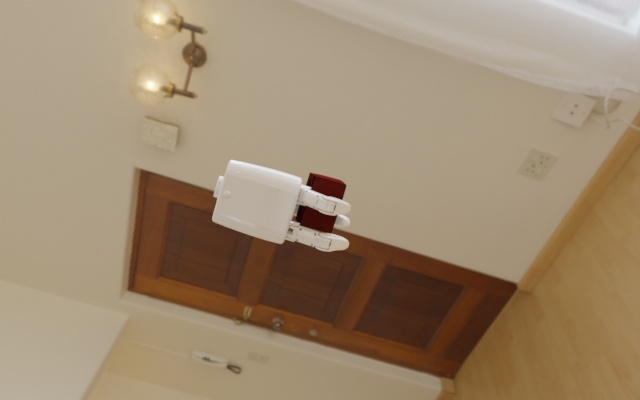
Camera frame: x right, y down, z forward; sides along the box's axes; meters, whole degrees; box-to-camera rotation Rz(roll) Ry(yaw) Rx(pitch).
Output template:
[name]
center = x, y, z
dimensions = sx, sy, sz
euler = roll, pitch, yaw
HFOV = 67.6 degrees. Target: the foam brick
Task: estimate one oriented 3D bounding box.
[foam brick]
center = 0.000, 0.002, 0.710
dimensions = 0.051, 0.078, 0.053
euler = 17, 6, -10
